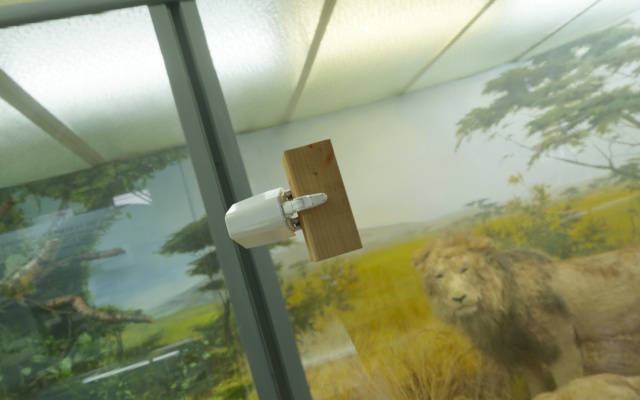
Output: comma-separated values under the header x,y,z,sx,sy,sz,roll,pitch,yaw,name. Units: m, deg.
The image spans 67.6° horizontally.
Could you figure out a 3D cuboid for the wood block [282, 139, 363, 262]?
x,y,z,sx,sy,sz,roll,pitch,yaw,name
0.000,0.003,0.890,0.090,0.206,0.091,-16,-4,-9,wood block
